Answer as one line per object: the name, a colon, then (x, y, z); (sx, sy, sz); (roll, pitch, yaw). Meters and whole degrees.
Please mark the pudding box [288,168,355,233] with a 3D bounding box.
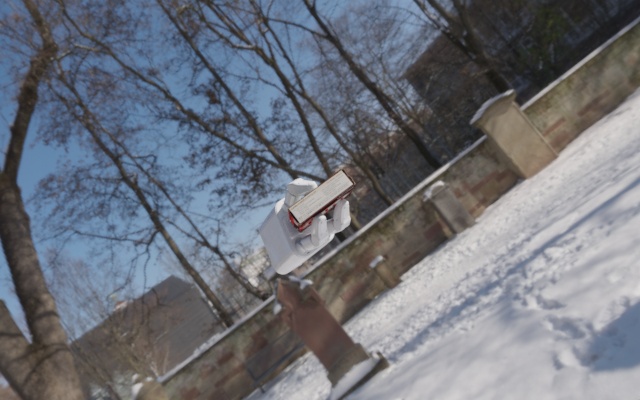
pudding box: (0.000, 0.002, 0.785); (0.113, 0.039, 0.090); (-39, -7, -8)
